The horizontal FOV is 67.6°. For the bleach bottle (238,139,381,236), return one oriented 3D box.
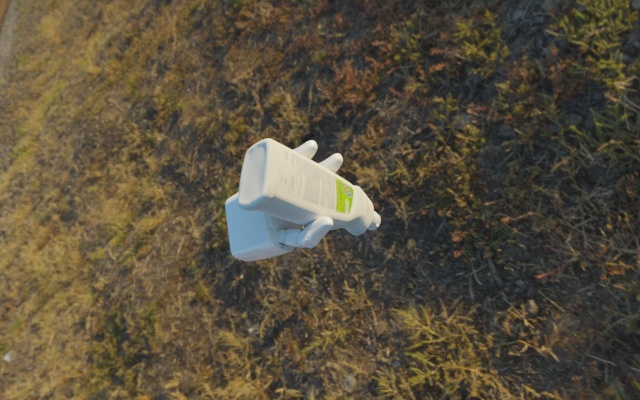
[{"bbox_3d":[0.000,0.002,0.709,0.251,0.102,0.068,25,-32,-39],"label":"bleach bottle"}]
